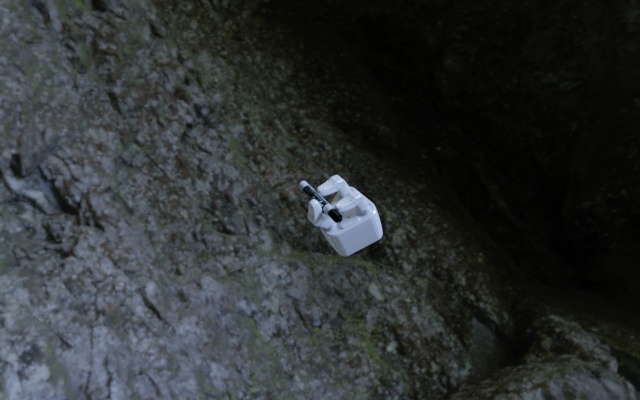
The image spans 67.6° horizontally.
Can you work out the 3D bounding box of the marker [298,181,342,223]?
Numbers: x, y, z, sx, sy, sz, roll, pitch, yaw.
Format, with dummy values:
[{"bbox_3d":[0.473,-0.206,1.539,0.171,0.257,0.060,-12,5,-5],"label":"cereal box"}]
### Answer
[{"bbox_3d":[0.000,0.003,0.899,0.020,0.020,0.121,0,34,-47],"label":"marker"}]
